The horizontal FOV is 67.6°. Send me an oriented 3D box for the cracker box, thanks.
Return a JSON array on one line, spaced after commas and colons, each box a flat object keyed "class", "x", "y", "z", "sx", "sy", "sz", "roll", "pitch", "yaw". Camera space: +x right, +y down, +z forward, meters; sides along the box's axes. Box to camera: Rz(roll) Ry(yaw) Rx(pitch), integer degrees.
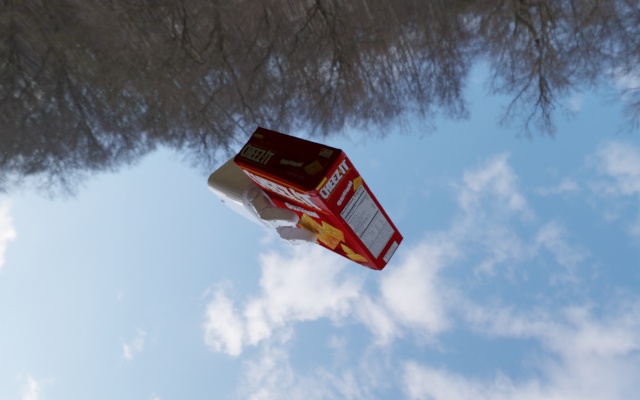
[{"class": "cracker box", "x": 0.000, "y": 0.002, "z": 0.671, "sx": 0.164, "sy": 0.072, "sz": 0.214, "roll": 21, "pitch": -20, "yaw": 42}]
